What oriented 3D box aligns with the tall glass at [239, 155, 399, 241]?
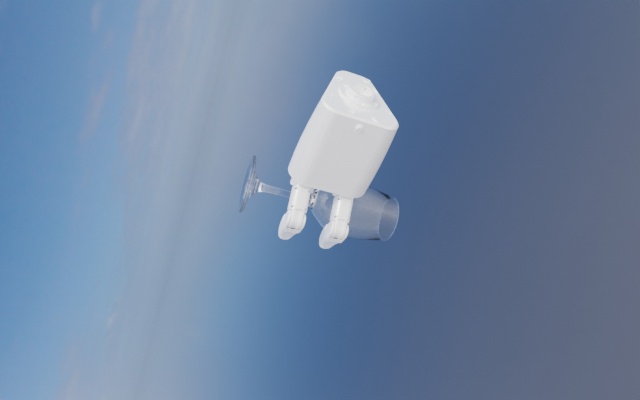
[{"bbox_3d":[-0.001,0.002,0.626,0.201,0.079,0.079,14,-4,-15],"label":"tall glass"}]
